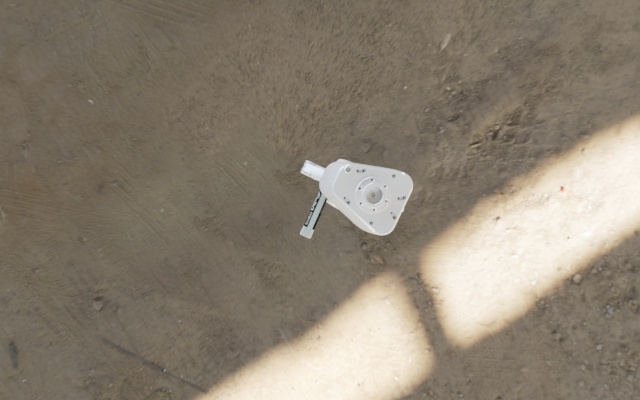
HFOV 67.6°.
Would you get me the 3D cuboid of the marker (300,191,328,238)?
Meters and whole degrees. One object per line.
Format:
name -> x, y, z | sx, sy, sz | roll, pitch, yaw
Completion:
marker -> 0.000, 0.002, 0.765 | 0.020, 0.121, 0.020 | 25, 1, 0
